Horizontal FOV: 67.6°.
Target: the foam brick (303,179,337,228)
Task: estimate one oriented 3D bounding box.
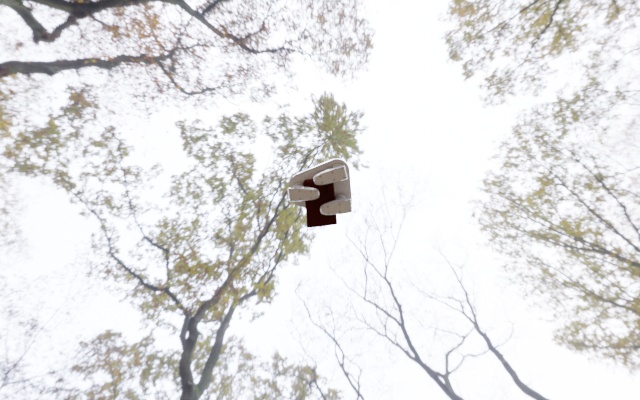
[{"bbox_3d":[0.000,0.003,0.821,0.053,0.078,0.051,-4,7,1],"label":"foam brick"}]
